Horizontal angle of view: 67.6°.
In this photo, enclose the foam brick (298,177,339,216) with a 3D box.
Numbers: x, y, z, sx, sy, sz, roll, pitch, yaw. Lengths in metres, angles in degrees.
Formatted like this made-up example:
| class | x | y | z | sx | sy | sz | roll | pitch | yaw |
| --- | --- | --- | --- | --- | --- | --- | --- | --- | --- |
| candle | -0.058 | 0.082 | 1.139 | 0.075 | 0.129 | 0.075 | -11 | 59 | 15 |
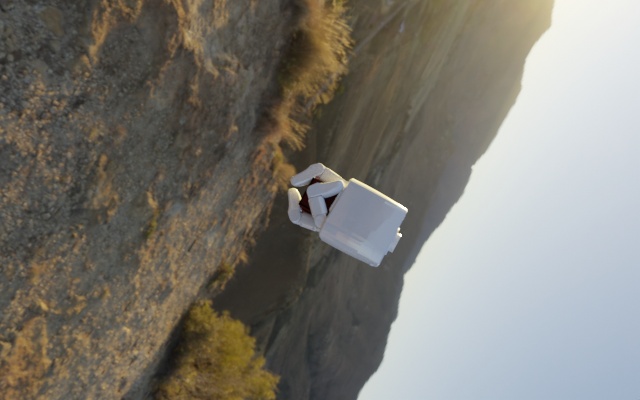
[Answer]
| class | x | y | z | sx | sy | sz | roll | pitch | yaw |
| --- | --- | --- | --- | --- | --- | --- | --- | --- | --- |
| foam brick | 0.000 | 0.003 | 0.809 | 0.051 | 0.053 | 0.078 | 28 | -7 | 8 |
